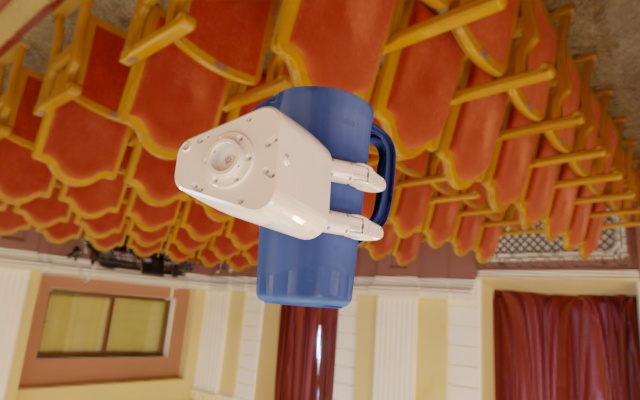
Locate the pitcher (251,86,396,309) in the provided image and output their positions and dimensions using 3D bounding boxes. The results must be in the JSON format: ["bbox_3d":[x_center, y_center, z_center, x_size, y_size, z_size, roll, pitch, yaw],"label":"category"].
[{"bbox_3d":[0.000,0.002,0.565,0.149,0.242,0.145,-1,-14,22],"label":"pitcher"}]
